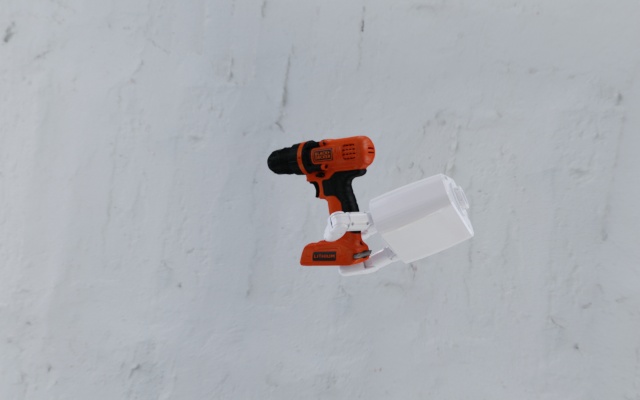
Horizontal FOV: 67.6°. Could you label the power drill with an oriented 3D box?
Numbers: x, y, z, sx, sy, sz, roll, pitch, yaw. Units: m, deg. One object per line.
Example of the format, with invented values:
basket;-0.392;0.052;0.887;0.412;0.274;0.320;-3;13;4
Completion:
power drill;0.000;0.003;0.714;0.184;0.187;0.057;-4;3;36
